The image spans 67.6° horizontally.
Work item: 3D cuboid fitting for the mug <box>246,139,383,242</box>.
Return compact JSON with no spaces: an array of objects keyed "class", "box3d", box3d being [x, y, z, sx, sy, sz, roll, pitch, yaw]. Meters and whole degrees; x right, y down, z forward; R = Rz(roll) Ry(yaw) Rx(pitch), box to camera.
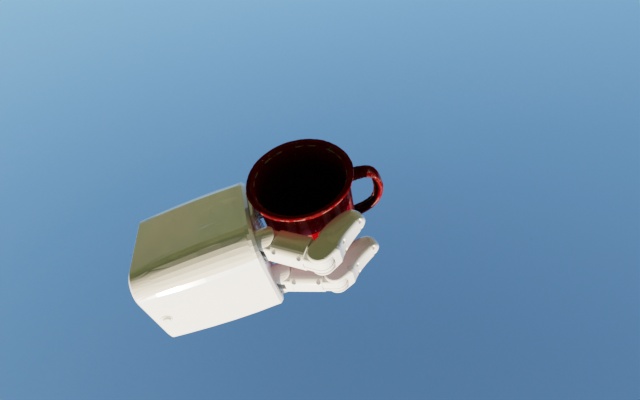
[{"class":"mug","box3d":[0.001,0.001,0.433,0.117,0.093,0.082,-18,-41,-2]}]
